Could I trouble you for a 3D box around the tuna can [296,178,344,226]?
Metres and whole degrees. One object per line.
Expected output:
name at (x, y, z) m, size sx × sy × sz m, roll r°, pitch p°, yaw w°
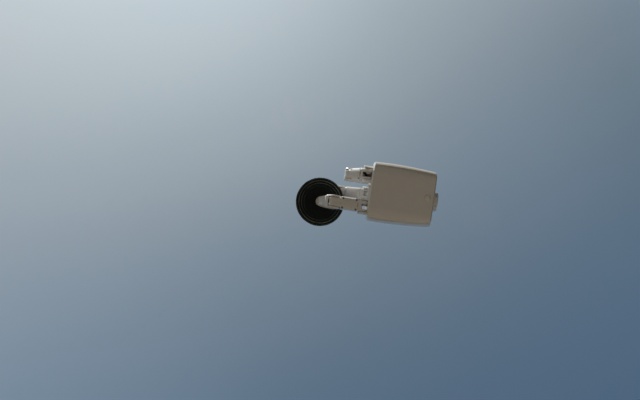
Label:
tuna can at (0.000, 0.003, 0.856) m, size 0.086 × 0.086 × 0.034 m, roll 0°, pitch -2°, yaw 4°
